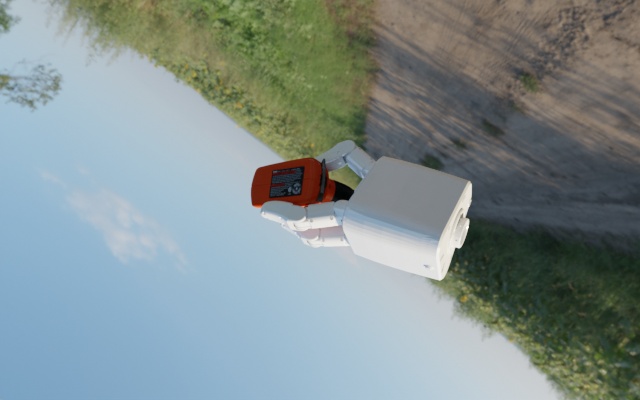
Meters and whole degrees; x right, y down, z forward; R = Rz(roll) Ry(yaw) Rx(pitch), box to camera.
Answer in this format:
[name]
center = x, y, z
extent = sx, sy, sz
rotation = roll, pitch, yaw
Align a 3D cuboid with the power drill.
[power drill]
center = 0.000, 0.002, 0.632
extent = 0.184, 0.057, 0.188
rotation = -8, -18, 38
